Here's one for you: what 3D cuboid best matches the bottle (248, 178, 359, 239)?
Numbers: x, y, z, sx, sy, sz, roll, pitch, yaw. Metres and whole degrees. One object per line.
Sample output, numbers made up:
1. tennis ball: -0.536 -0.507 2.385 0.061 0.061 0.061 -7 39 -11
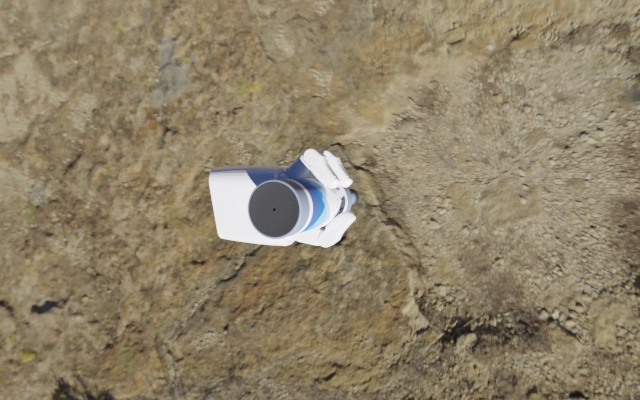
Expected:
1. bottle: 0.000 0.002 0.663 0.069 0.069 0.295 0 3 21
